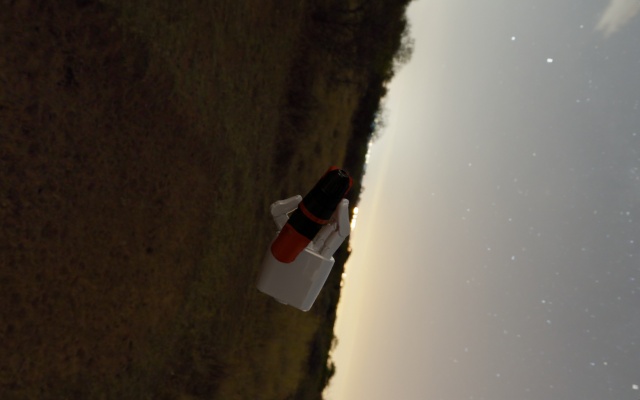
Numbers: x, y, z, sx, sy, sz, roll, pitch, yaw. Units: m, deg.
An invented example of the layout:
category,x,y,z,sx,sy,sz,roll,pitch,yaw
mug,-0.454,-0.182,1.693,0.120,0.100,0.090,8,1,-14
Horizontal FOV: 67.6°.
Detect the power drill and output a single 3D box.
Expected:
category,x,y,z,sx,sy,sz,roll,pitch,yaw
power drill,0.000,0.003,0.799,0.057,0.184,0.187,40,24,1
